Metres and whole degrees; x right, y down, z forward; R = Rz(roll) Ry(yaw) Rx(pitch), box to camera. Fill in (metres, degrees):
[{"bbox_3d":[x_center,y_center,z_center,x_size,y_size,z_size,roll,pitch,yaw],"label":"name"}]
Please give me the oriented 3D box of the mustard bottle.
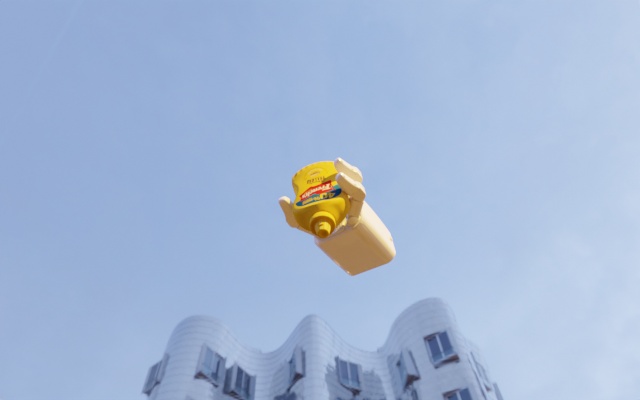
[{"bbox_3d":[0.000,0.002,0.804,0.096,0.058,0.191,-14,31,5],"label":"mustard bottle"}]
